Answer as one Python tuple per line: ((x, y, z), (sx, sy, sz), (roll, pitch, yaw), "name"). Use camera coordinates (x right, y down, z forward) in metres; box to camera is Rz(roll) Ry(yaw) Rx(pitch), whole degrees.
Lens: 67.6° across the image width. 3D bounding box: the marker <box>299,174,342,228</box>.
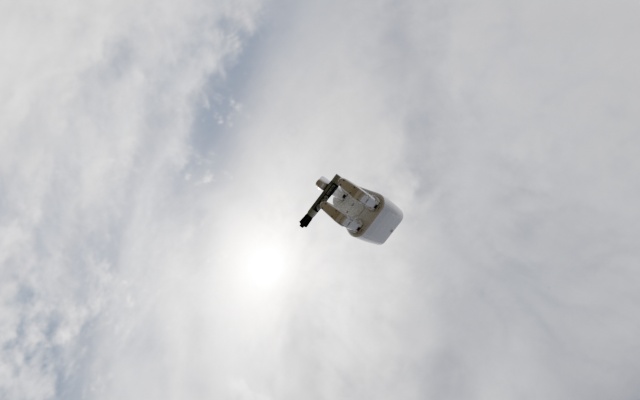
((0.000, 0.003, 0.892), (0.020, 0.121, 0.020), (37, 8, -6), "marker")
